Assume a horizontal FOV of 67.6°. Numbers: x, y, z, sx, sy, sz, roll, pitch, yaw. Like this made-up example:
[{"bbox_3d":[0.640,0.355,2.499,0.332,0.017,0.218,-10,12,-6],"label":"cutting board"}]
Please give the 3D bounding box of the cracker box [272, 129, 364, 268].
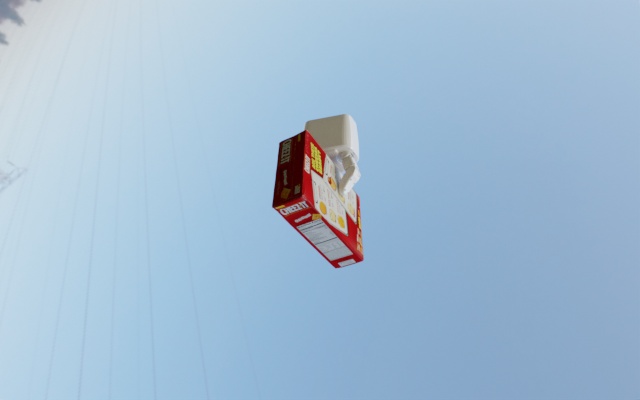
[{"bbox_3d":[0.000,0.003,0.885,0.072,0.164,0.214,-22,-46,23],"label":"cracker box"}]
